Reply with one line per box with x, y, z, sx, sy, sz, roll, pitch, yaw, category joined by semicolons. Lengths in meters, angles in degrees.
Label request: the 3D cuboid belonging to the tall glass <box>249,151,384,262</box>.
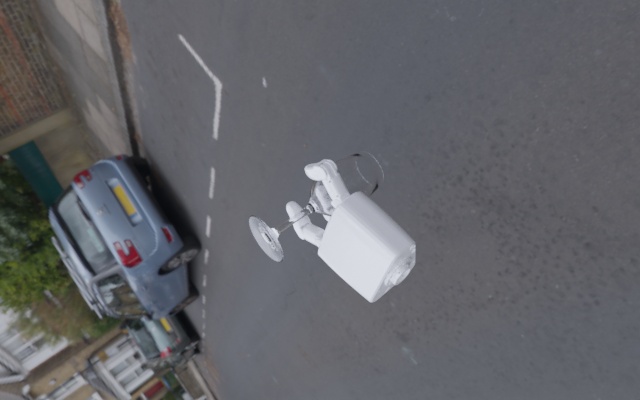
-0.001;0.002;0.684;0.201;0.079;0.079;-34;16;-26;tall glass
